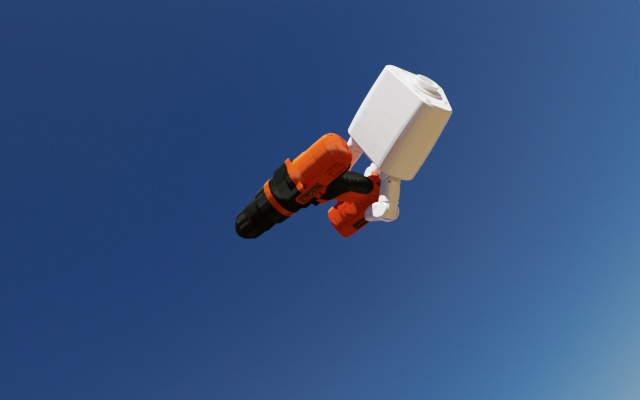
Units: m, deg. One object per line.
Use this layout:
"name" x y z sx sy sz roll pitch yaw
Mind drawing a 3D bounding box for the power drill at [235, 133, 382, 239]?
"power drill" 0.001 0.002 0.641 0.184 0.057 0.188 -38 -29 22
